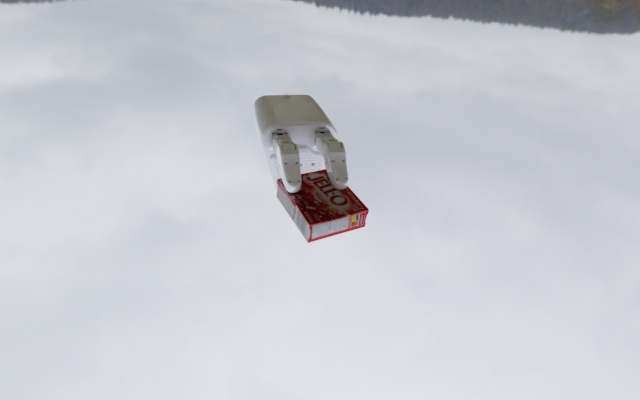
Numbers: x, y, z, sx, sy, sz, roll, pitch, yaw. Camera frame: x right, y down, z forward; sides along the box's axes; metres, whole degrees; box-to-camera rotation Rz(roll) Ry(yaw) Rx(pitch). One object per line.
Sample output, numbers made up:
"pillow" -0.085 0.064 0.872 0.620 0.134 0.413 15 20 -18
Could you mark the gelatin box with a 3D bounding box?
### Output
"gelatin box" 0.000 0.002 0.540 0.073 0.030 0.089 -13 43 -24
